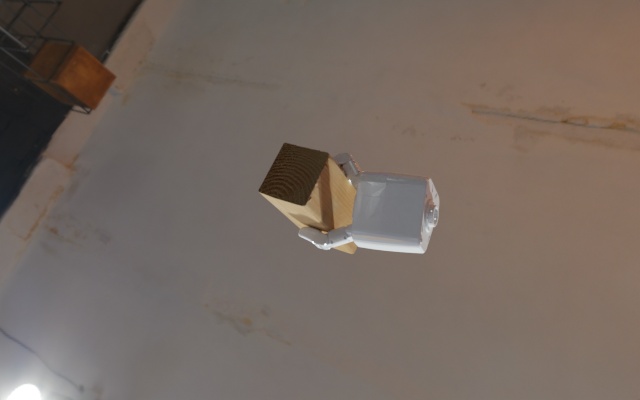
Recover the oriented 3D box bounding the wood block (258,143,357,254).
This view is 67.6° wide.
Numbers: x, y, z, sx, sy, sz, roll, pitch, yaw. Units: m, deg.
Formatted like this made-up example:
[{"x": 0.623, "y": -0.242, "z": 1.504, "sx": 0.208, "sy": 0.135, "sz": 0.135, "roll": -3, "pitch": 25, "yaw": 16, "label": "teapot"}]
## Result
[{"x": 0.000, "y": 0.003, "z": 0.783, "sx": 0.090, "sy": 0.090, "sz": 0.206, "roll": 17, "pitch": -17, "yaw": 32, "label": "wood block"}]
